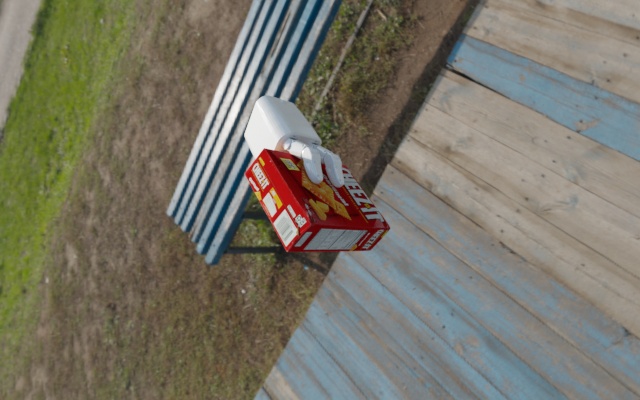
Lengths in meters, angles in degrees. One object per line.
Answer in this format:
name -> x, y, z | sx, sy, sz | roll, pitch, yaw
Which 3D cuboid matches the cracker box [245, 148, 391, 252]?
cracker box -> 0.000, 0.003, 0.805 | 0.214, 0.164, 0.072 | 6, -46, -48
